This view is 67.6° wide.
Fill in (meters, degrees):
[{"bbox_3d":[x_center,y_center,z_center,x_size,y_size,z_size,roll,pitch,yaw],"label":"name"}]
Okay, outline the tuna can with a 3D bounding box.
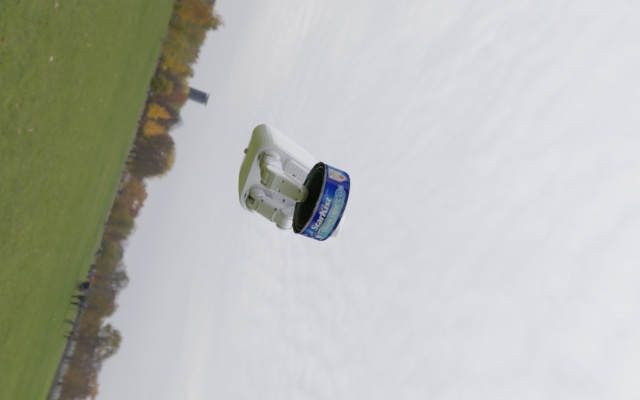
[{"bbox_3d":[0.001,0.002,0.537,0.034,0.086,0.086,20,-6,-17],"label":"tuna can"}]
